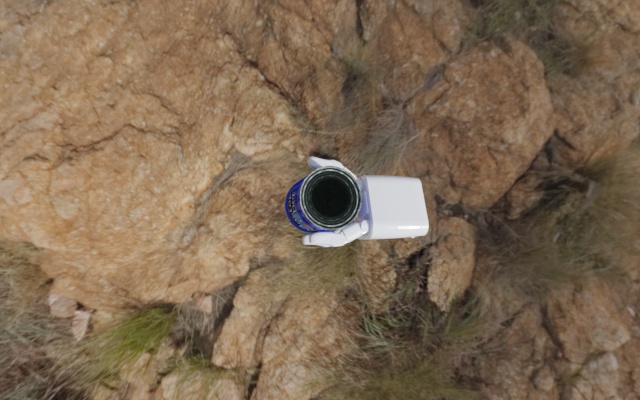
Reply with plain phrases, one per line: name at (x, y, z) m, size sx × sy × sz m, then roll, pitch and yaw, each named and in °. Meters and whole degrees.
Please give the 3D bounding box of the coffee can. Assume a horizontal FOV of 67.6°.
coffee can at (0.000, 0.003, 0.816) m, size 0.103 × 0.103 × 0.140 m, roll 0°, pitch -6°, yaw -14°
